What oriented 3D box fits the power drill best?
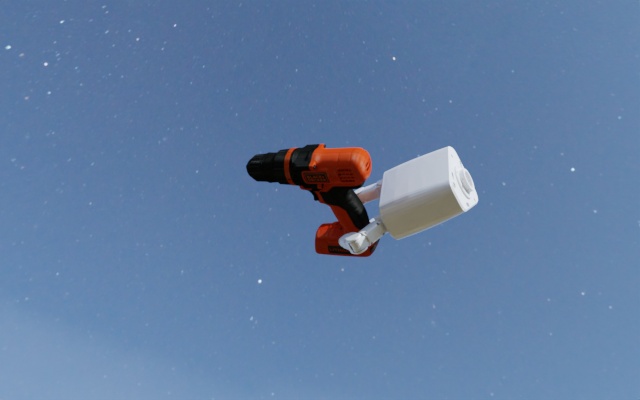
[{"bbox_3d":[0.001,0.003,0.691,0.184,0.057,0.188,2,-43,28],"label":"power drill"}]
